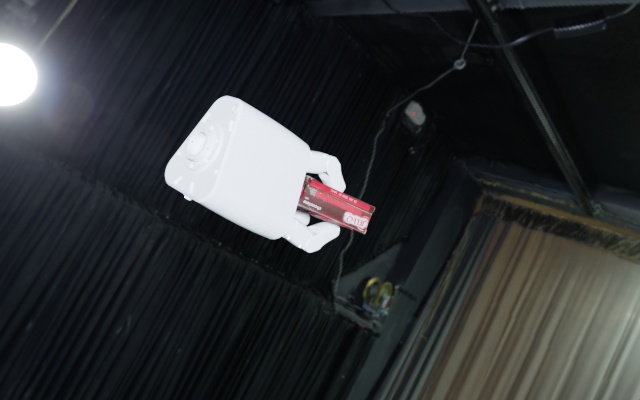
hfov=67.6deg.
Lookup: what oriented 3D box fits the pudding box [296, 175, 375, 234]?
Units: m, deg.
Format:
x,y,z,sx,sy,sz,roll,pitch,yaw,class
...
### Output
x,y,z,sx,sy,sz,roll,pitch,yaw,class
0.000,0.002,0.571,0.090,0.039,0.113,25,-2,-20,pudding box
